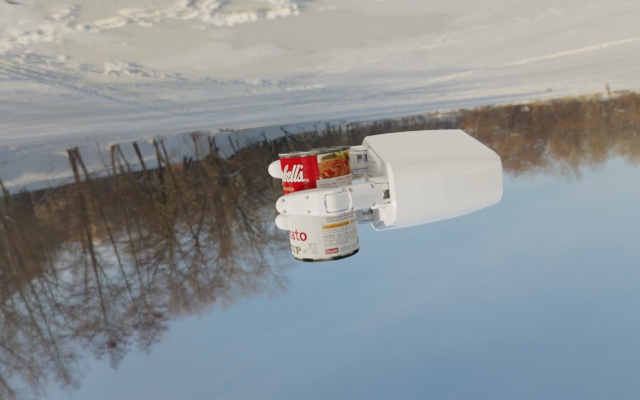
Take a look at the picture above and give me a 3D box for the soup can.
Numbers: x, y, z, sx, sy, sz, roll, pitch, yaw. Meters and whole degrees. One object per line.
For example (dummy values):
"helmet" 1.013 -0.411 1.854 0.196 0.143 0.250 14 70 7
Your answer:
"soup can" 0.000 0.002 0.459 0.068 0.102 0.068 -7 8 1
